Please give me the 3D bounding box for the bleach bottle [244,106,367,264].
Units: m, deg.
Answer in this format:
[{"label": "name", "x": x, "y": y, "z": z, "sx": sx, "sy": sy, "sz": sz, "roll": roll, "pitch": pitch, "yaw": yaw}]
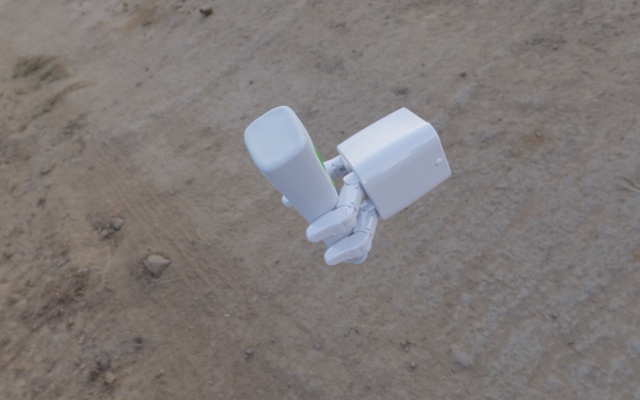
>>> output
[{"label": "bleach bottle", "x": 0.000, "y": 0.002, "z": 0.613, "sx": 0.068, "sy": 0.102, "sz": 0.251, "roll": -32, "pitch": -46, "yaw": 3}]
